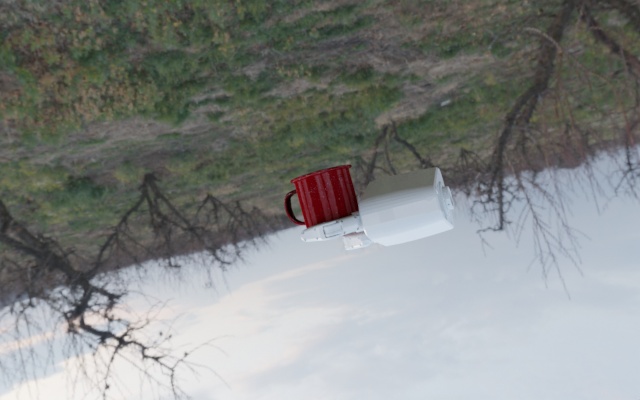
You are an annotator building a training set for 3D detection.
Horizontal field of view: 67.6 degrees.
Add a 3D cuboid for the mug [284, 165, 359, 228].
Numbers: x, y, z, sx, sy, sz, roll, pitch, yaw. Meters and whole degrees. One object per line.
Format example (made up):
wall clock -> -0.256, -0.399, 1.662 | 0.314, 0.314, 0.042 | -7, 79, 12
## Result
mug -> -0.001, 0.003, 0.698 | 0.117, 0.081, 0.093 | -16, -2, 22
